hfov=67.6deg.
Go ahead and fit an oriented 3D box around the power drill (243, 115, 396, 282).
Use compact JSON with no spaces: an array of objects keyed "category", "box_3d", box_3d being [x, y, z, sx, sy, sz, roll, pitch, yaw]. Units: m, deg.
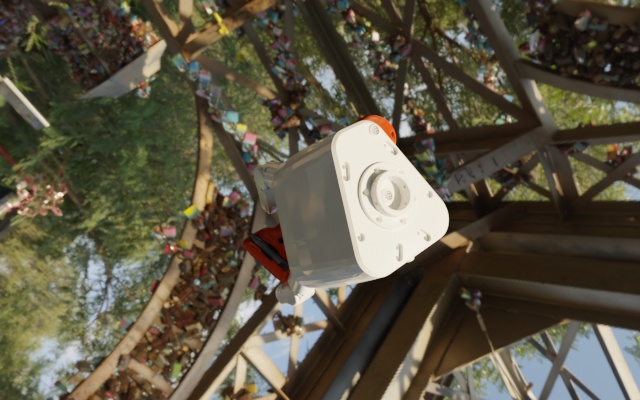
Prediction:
[{"category":"power drill","box_3d":[0.000,0.002,0.523,0.057,0.187,0.184,40,-10,5]}]
